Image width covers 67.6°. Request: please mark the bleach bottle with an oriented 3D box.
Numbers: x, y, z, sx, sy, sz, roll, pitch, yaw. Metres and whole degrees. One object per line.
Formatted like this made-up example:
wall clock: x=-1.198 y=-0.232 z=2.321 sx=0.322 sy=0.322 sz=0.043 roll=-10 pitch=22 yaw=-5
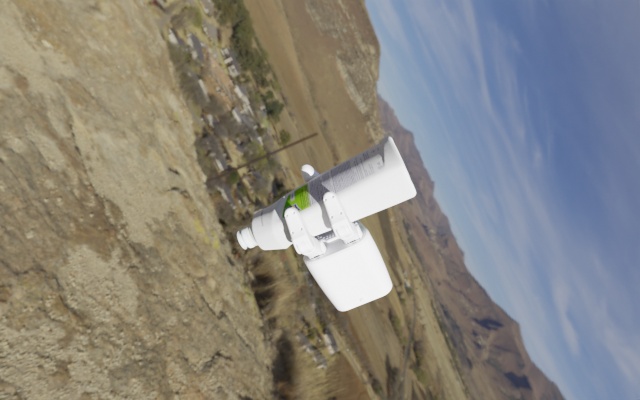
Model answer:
bleach bottle: x=0.000 y=0.002 z=0.667 sx=0.251 sy=0.068 sz=0.102 roll=-24 pitch=30 yaw=10
